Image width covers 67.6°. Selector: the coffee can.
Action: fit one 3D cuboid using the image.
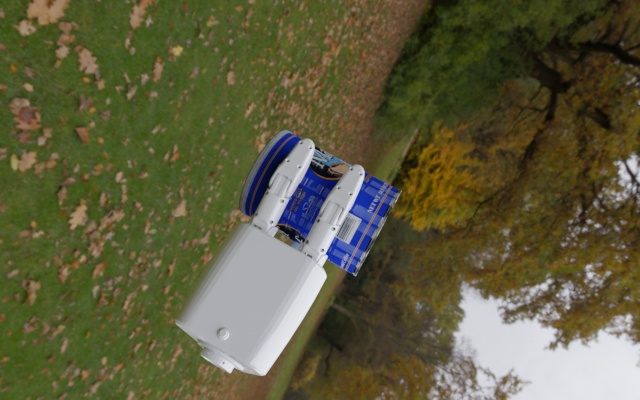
[{"bbox_3d":[0.000,0.001,0.510,0.140,0.103,0.103,28,4,8],"label":"coffee can"}]
